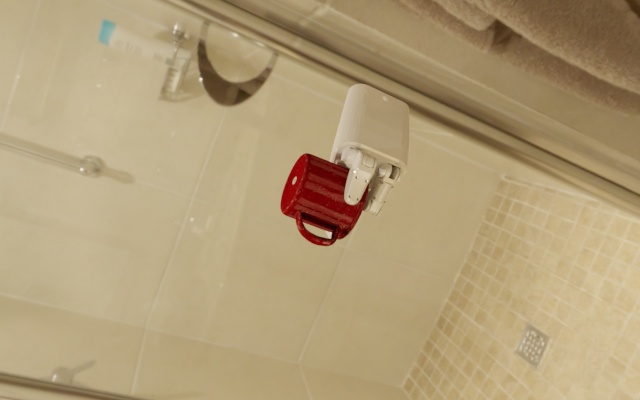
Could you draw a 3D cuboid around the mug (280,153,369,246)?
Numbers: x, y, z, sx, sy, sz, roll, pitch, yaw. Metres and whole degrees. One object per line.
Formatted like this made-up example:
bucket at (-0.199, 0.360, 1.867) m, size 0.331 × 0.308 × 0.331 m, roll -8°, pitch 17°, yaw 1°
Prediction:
mug at (0.000, 0.003, 0.584) m, size 0.081 × 0.117 × 0.093 m, roll 21°, pitch -35°, yaw -17°
